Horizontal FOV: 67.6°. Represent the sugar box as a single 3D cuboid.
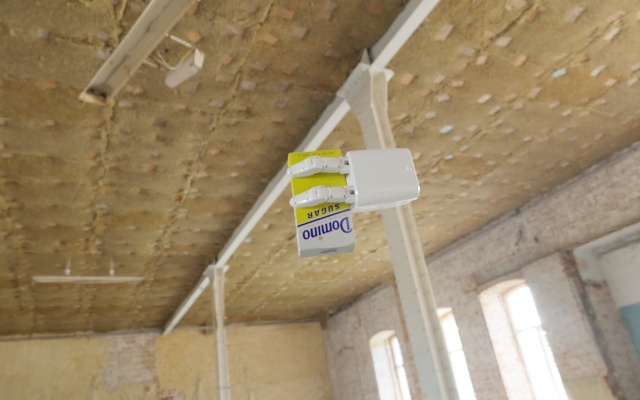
[{"bbox_3d":[0.000,0.002,0.798,0.093,0.176,0.048,-6,-25,-6],"label":"sugar box"}]
